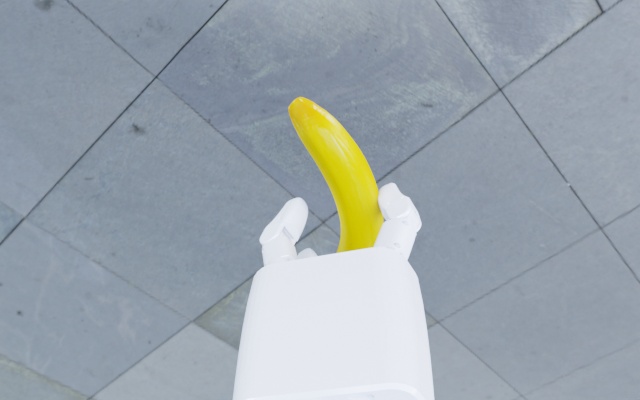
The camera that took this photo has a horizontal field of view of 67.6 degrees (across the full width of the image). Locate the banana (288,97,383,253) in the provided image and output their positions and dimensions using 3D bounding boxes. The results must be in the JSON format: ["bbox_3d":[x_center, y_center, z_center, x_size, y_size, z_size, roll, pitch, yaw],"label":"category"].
[{"bbox_3d":[0.019,0.004,0.412,0.069,0.198,0.037,-1,36,9],"label":"banana"}]
